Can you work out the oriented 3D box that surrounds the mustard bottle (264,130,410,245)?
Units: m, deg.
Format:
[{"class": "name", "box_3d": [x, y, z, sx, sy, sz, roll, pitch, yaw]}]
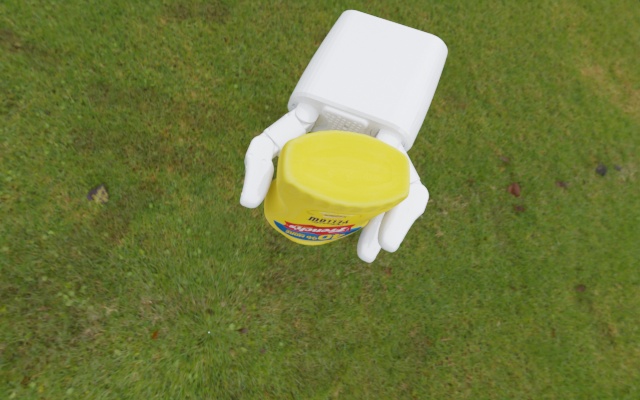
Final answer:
[{"class": "mustard bottle", "box_3d": [0.000, 0.002, 0.422, 0.096, 0.058, 0.192, 5, -16, -12]}]
